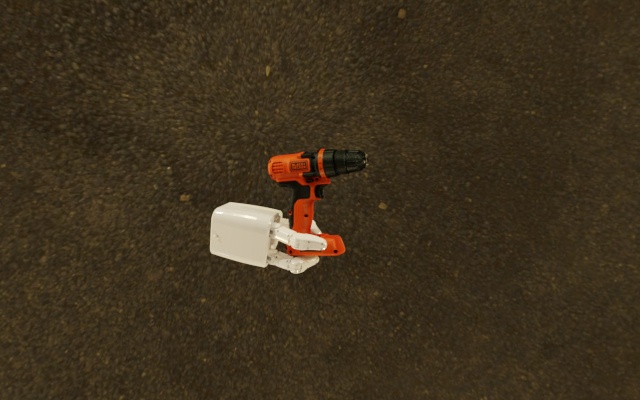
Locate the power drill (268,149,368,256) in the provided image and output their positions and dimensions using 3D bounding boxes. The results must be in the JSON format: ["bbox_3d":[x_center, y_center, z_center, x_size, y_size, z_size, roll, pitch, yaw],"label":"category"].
[{"bbox_3d":[0.000,0.003,0.854,0.184,0.187,0.057,-3,1,21],"label":"power drill"}]
